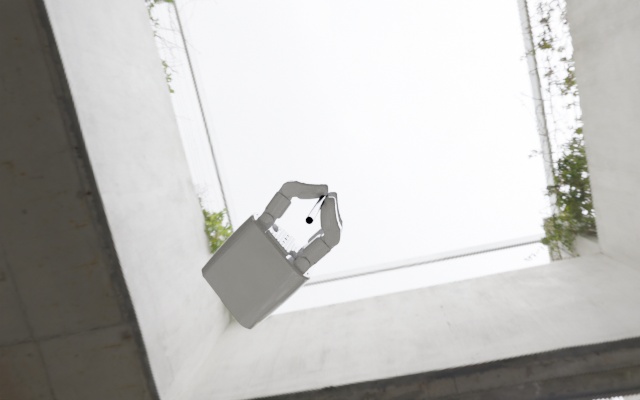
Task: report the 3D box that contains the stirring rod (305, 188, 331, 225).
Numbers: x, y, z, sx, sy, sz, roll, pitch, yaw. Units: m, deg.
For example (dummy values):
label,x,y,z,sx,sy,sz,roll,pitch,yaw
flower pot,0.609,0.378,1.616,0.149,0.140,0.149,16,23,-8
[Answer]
label,x,y,z,sx,sy,sz,roll,pitch,yaw
stirring rod,0.000,0.002,0.570,0.011,0.011,0.239,0,8,5
